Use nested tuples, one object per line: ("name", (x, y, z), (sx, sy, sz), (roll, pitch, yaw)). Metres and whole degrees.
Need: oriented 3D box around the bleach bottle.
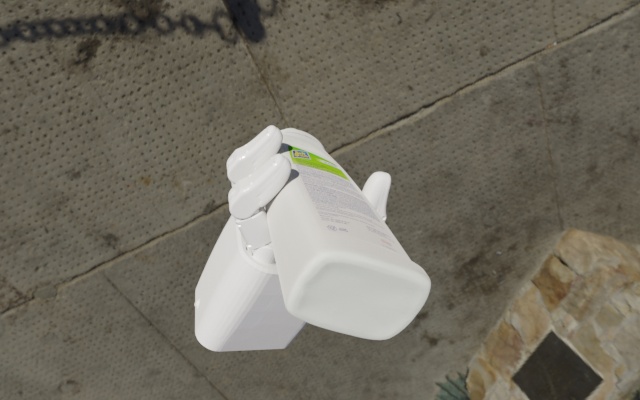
("bleach bottle", (0.000, 0.001, 0.419), (0.102, 0.068, 0.250), (21, 24, -24))
